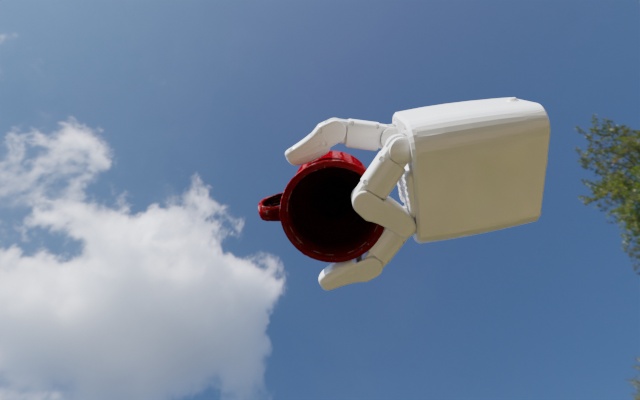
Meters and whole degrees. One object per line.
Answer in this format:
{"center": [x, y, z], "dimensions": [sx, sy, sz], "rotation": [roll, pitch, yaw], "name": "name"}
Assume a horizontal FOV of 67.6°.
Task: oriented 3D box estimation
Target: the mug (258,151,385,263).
{"center": [-0.001, 0.002, 0.449], "dimensions": [0.117, 0.093, 0.081], "rotation": [-9, 16, 4], "name": "mug"}
